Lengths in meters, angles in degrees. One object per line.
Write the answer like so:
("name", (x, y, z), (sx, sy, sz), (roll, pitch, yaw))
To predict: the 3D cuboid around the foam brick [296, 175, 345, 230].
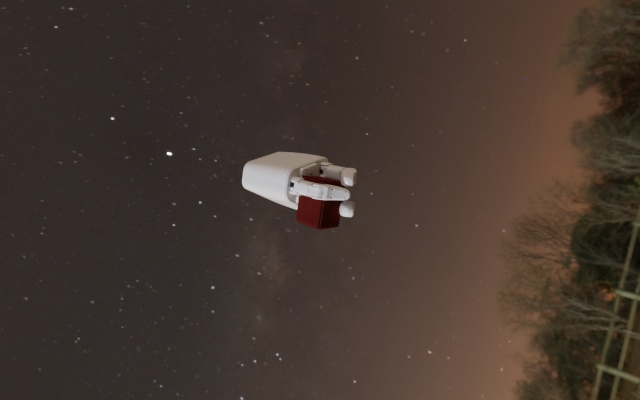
("foam brick", (0.000, 0.003, 0.769), (0.051, 0.078, 0.053), (14, 8, 37))
